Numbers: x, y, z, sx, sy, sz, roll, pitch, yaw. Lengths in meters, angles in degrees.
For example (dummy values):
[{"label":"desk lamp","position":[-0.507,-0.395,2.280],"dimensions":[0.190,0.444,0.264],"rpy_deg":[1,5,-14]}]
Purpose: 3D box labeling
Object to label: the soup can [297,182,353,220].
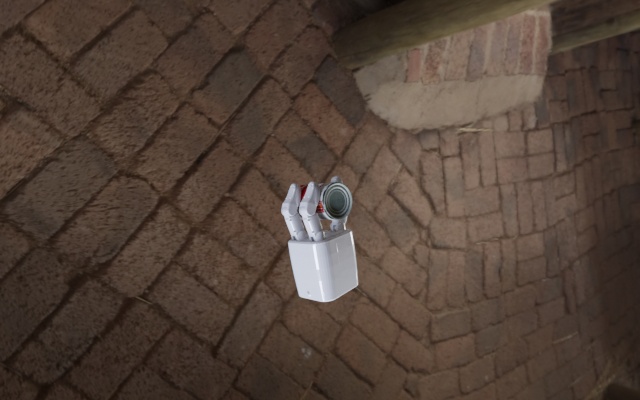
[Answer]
[{"label":"soup can","position":[0.000,0.002,0.861],"dimensions":[0.068,0.068,0.102],"rpy_deg":[0,-2,-38]}]
